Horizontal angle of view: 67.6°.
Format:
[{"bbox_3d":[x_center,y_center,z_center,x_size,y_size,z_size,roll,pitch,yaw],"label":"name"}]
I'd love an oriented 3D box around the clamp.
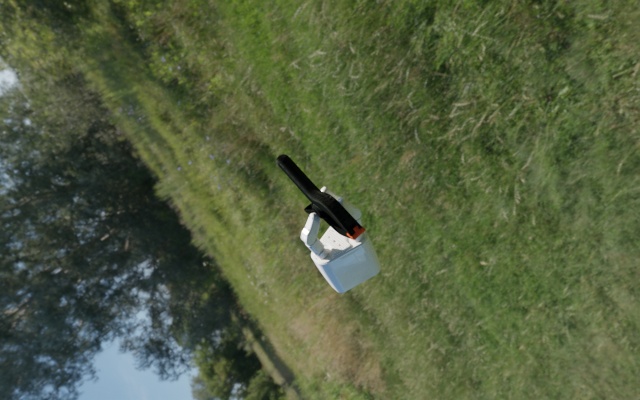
[{"bbox_3d":[0.000,0.004,0.870,0.036,0.165,0.210,-42,40,-12],"label":"clamp"}]
